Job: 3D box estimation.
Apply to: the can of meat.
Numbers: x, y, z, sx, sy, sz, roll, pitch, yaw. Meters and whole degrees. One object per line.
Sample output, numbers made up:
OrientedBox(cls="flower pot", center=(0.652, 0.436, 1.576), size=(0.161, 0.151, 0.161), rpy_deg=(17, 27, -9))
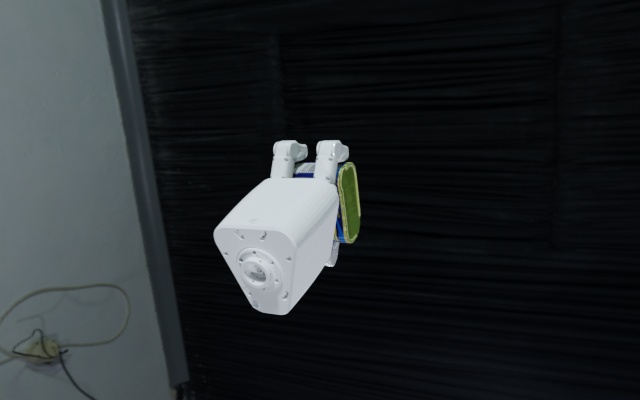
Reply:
OrientedBox(cls="can of meat", center=(0.000, 0.002, 0.589), size=(0.084, 0.102, 0.057), rpy_deg=(2, 24, 24))
